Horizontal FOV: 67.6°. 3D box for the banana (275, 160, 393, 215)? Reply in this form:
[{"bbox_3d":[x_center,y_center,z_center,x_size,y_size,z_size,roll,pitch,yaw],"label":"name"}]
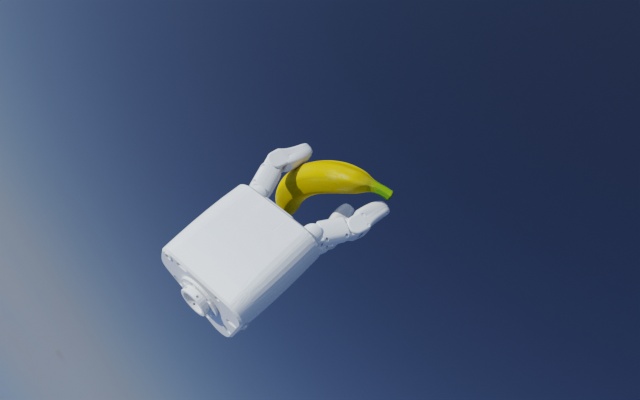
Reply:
[{"bbox_3d":[-0.008,-0.013,0.557,0.198,0.070,0.037,-8,34,53],"label":"banana"}]
